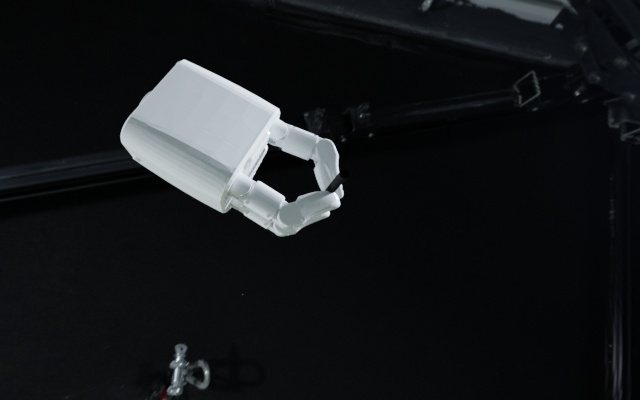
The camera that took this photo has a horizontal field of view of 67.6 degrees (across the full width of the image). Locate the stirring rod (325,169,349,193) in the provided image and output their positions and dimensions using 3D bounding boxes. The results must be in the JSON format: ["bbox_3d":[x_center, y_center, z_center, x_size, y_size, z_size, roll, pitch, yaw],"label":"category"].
[{"bbox_3d":[0.000,0.002,0.495,0.011,0.011,0.239,0,-11,-9],"label":"stirring rod"}]
